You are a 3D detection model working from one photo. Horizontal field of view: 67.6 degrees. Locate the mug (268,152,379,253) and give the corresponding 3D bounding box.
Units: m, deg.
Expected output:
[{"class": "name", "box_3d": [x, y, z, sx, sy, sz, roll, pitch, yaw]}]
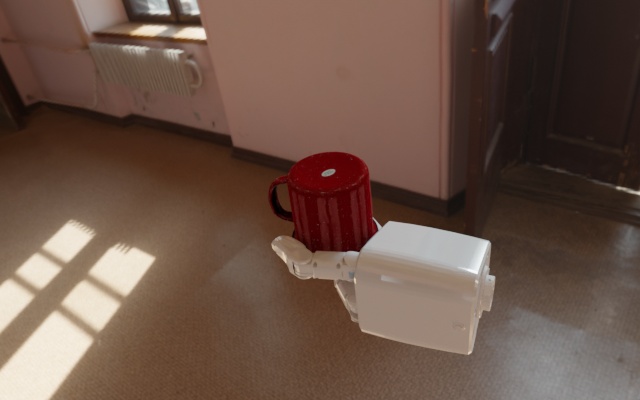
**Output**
[{"class": "mug", "box_3d": [-0.001, 0.001, 0.491, 0.117, 0.082, 0.093, 9, 38, 23]}]
